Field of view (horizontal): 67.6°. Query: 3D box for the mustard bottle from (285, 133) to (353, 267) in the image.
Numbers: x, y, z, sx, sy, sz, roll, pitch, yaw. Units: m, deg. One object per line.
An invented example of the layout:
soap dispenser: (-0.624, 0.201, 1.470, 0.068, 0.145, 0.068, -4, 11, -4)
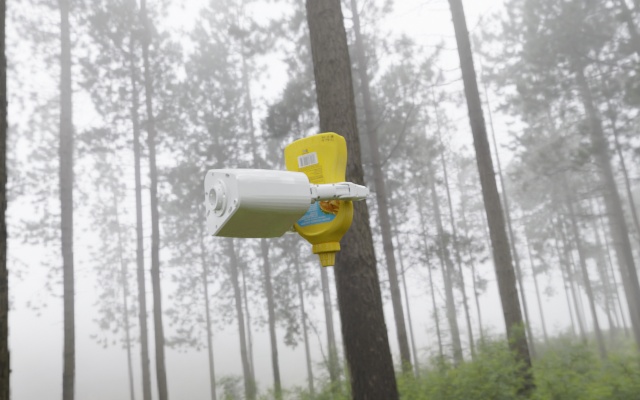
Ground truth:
mustard bottle: (0.000, 0.002, 0.710, 0.096, 0.191, 0.058, -12, -12, 28)
